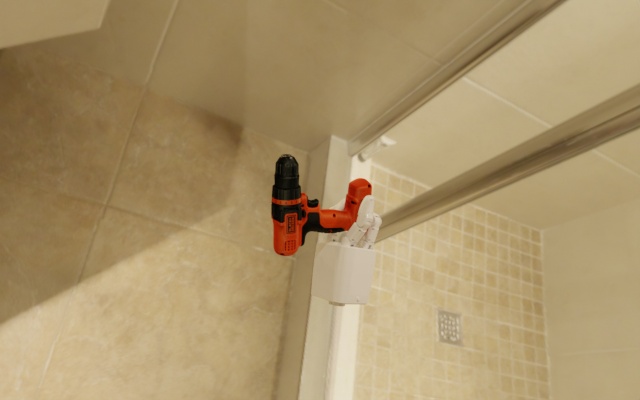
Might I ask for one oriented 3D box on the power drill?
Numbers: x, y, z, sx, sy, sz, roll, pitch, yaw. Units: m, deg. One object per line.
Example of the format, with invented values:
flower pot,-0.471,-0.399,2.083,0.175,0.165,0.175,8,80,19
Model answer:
power drill,0.001,0.003,0.870,0.187,0.184,0.057,-5,21,-24
